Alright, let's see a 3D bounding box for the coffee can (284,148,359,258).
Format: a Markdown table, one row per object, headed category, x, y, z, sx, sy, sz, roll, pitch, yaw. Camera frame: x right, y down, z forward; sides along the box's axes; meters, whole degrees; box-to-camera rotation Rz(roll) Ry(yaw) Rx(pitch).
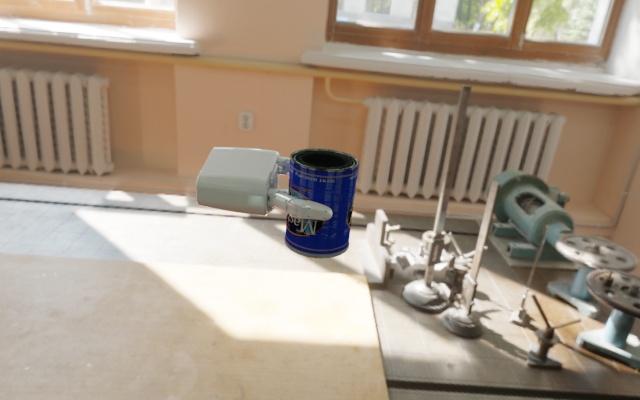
| category | x | y | z | sx | sy | sz | roll | pitch | yaw |
| --- | --- | --- | --- | --- | --- | --- | --- | --- | --- |
| coffee can | 0.000 | 0.003 | 0.727 | 0.103 | 0.140 | 0.102 | 5 | 22 | -2 |
